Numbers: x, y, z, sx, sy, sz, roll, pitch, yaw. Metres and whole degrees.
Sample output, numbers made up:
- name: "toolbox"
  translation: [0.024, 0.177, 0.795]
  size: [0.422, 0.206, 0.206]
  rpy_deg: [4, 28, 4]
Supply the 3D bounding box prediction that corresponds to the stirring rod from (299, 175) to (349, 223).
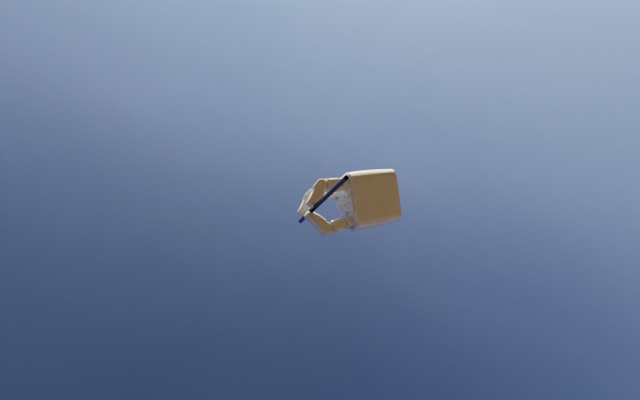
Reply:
- name: "stirring rod"
  translation: [0.000, 0.003, 0.856]
  size: [0.011, 0.011, 0.240]
  rpy_deg: [0, -19, -21]
